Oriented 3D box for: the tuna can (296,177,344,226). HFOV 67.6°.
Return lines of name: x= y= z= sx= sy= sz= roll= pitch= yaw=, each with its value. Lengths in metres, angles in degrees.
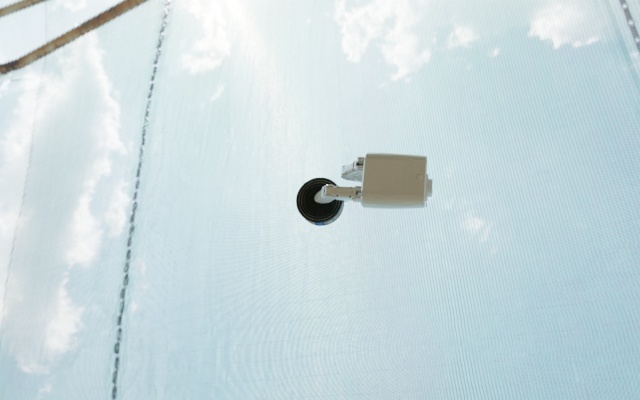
tuna can: x=0.000 y=0.003 z=0.878 sx=0.086 sy=0.086 sz=0.034 roll=0 pitch=-16 yaw=11
